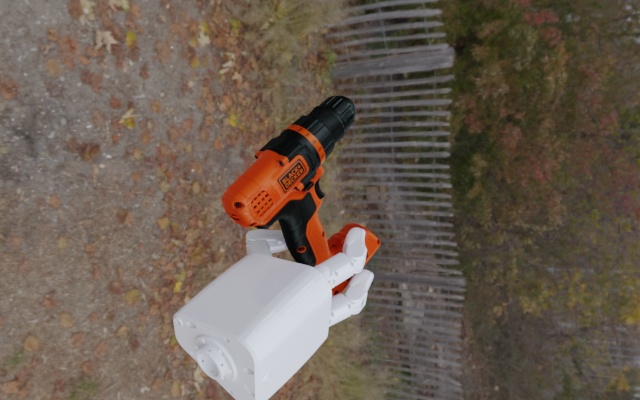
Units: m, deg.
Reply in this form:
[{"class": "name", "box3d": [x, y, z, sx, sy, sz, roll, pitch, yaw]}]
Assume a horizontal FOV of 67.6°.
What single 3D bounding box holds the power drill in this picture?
[{"class": "power drill", "box3d": [0.000, 0.002, 0.530, 0.184, 0.188, 0.057, -46, 36, -22]}]
